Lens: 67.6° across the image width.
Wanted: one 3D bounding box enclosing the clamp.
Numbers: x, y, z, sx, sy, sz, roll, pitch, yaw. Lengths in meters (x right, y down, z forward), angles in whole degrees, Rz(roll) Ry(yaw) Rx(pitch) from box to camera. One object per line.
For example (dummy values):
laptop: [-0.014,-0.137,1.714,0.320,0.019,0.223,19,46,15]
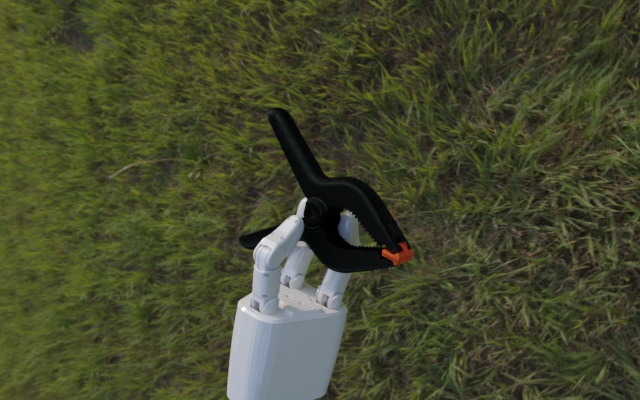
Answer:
clamp: [0.000,0.002,0.478,0.210,0.164,0.036,20,18,36]
